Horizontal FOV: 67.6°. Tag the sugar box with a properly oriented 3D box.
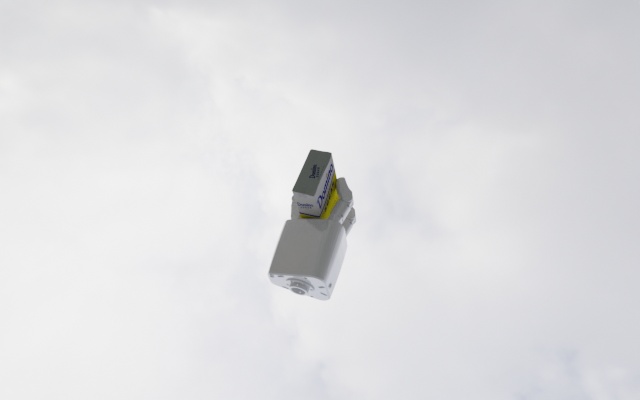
[{"bbox_3d":[0.001,0.003,0.839,0.048,0.093,0.176,13,-31,16],"label":"sugar box"}]
